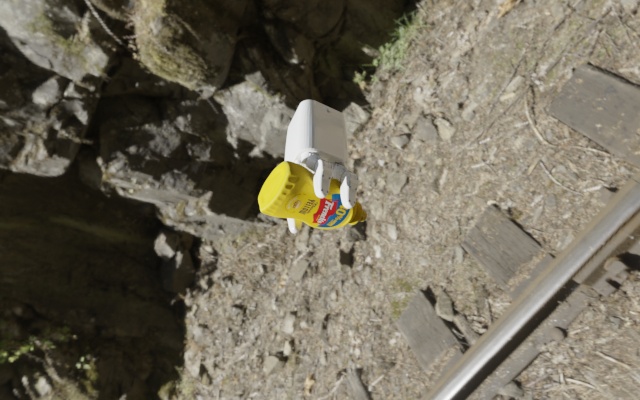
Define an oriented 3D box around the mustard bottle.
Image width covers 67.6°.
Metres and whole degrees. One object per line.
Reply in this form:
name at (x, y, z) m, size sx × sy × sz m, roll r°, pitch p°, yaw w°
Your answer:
mustard bottle at (0.000, 0.003, 0.795) m, size 0.192 × 0.096 × 0.058 m, roll 18°, pitch 34°, yaw -32°
